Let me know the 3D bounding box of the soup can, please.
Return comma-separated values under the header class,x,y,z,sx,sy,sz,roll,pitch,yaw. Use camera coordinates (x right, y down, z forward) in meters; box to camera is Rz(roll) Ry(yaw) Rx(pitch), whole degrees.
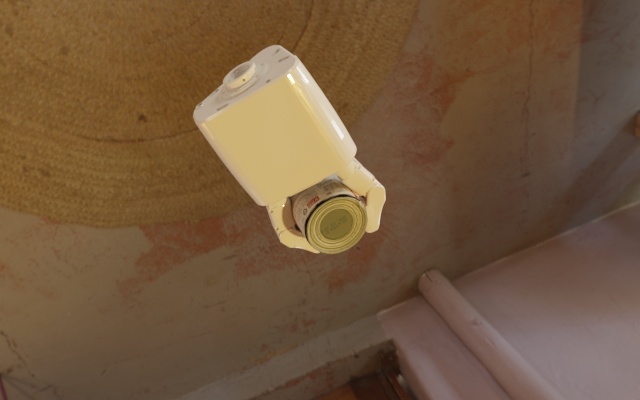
class,x,y,z,sx,sy,sz,roll,pitch,yaw
soup can,0.000,0.002,0.506,0.068,0.068,0.102,0,27,-22
